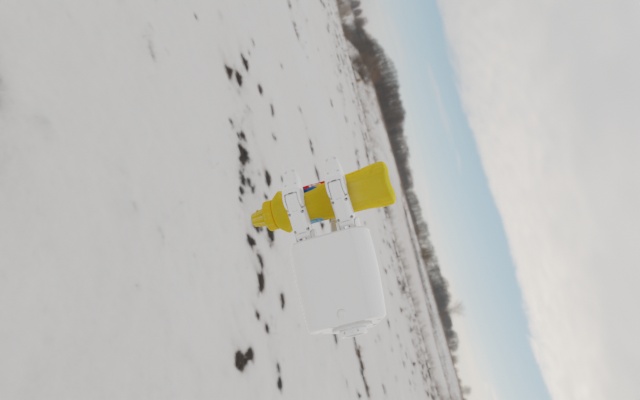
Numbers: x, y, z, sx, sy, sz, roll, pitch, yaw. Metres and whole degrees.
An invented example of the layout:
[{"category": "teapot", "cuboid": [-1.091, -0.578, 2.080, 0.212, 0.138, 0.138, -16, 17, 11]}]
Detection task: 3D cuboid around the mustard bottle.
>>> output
[{"category": "mustard bottle", "cuboid": [0.000, 0.002, 0.629, 0.191, 0.058, 0.096, -16, 3, 10]}]
